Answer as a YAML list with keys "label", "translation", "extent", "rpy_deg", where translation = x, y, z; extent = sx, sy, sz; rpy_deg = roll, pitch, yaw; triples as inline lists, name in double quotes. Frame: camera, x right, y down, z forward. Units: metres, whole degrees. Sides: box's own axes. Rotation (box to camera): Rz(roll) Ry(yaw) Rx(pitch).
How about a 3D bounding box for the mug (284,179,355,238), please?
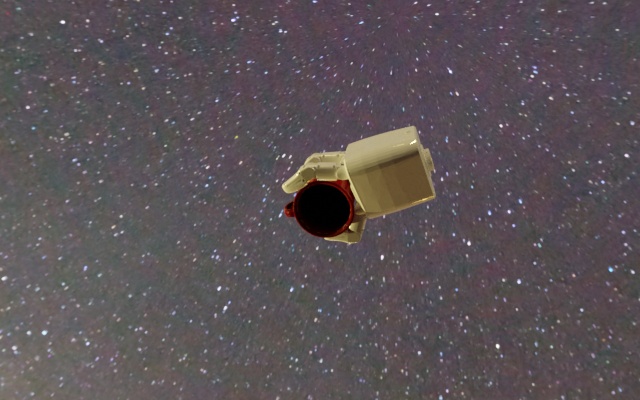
- label: "mug"
  translation: [-0.001, 0.003, 0.749]
  extent: [0.117, 0.093, 0.081]
  rpy_deg: [-15, 18, 16]
